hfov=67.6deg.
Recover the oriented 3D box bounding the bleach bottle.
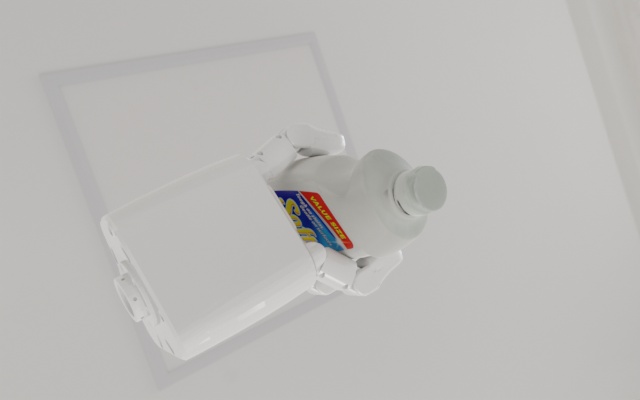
[{"bbox_3d":[0.000,0.001,0.401,0.068,0.102,0.251,-29,8,-32],"label":"bleach bottle"}]
